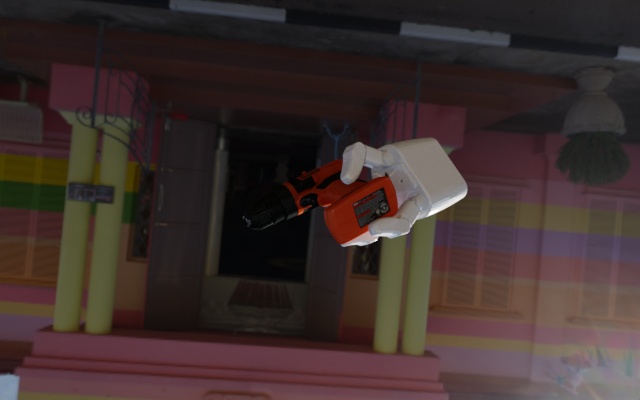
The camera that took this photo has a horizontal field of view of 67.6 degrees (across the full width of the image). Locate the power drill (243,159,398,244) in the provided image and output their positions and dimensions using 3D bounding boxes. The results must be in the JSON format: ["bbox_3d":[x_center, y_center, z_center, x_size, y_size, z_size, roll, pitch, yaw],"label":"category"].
[{"bbox_3d":[0.001,0.002,0.657,0.184,0.057,0.187,-30,24,-21],"label":"power drill"}]
